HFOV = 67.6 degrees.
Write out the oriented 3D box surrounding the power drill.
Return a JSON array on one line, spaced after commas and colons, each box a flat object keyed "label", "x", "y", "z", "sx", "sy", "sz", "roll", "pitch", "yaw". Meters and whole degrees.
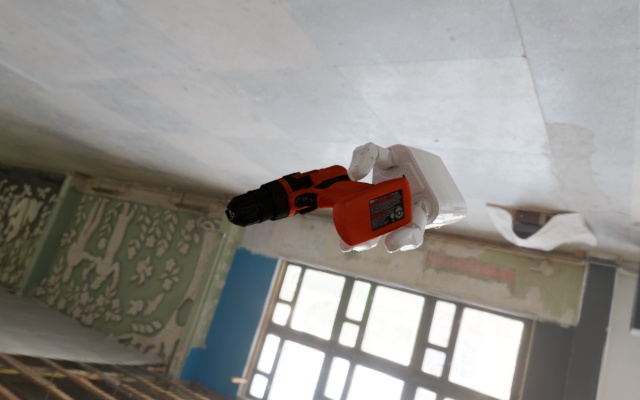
[{"label": "power drill", "x": 0.001, "y": 0.002, "z": 0.573, "sx": 0.184, "sy": 0.057, "sz": 0.187, "roll": -21, "pitch": 21, "yaw": -31}]
